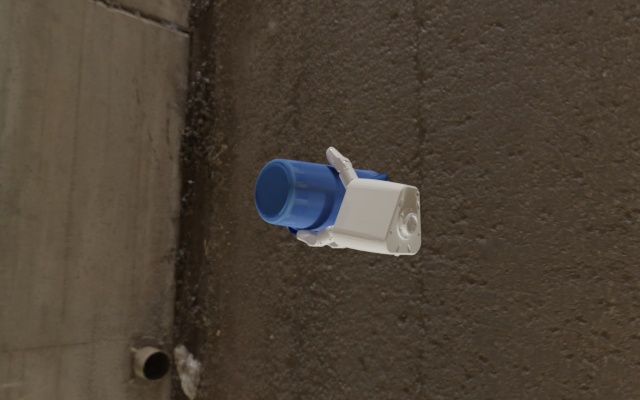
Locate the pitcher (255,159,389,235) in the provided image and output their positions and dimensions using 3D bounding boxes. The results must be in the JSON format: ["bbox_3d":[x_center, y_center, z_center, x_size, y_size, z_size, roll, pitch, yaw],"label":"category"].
[{"bbox_3d":[0.000,0.003,0.863,0.243,0.149,0.145,8,3,-44],"label":"pitcher"}]
